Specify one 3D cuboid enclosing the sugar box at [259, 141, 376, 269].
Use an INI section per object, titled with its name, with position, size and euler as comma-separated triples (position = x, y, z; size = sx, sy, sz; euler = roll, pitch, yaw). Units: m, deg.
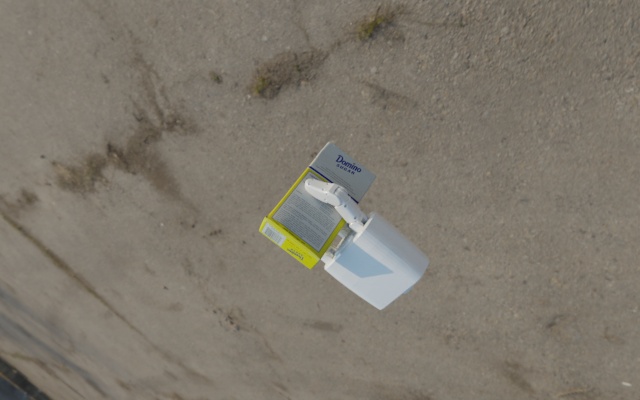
[sugar box]
position = 0.000, 0.003, 0.689
size = 0.093, 0.176, 0.048
euler = 38, -37, 0
